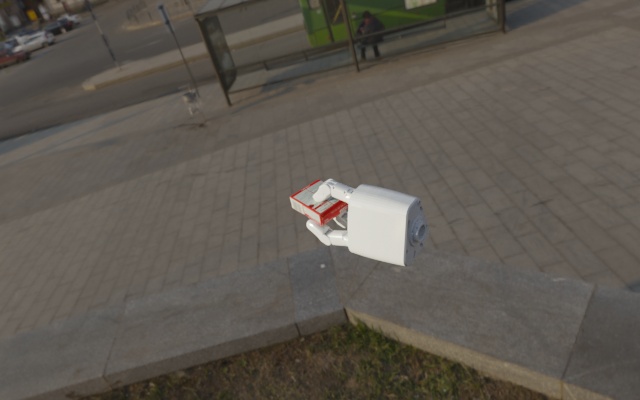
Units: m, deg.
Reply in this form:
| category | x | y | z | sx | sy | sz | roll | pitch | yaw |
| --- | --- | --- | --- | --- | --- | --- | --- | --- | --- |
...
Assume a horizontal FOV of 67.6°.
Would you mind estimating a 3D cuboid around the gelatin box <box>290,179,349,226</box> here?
| category | x | y | z | sx | sy | sz | roll | pitch | yaw |
| --- | --- | --- | --- | --- | --- | --- | --- | --- | --- |
| gelatin box | 0.000 | 0.002 | 0.873 | 0.073 | 0.030 | 0.089 | -33 | 42 | -28 |
